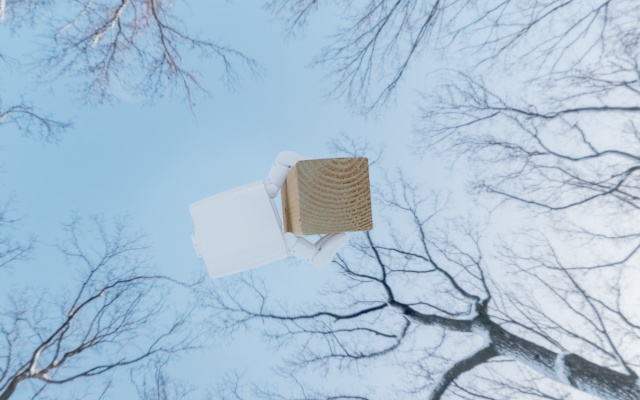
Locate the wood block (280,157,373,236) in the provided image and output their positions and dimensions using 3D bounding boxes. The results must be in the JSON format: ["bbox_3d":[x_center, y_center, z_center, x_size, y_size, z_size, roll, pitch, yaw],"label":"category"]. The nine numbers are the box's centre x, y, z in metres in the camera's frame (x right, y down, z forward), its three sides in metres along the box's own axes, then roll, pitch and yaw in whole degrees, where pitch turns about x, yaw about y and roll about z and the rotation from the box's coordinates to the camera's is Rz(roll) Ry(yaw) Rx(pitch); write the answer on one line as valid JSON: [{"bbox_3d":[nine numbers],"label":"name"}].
[{"bbox_3d":[0.000,0.002,0.662,0.090,0.091,0.206,-4,-3,-11],"label":"wood block"}]
